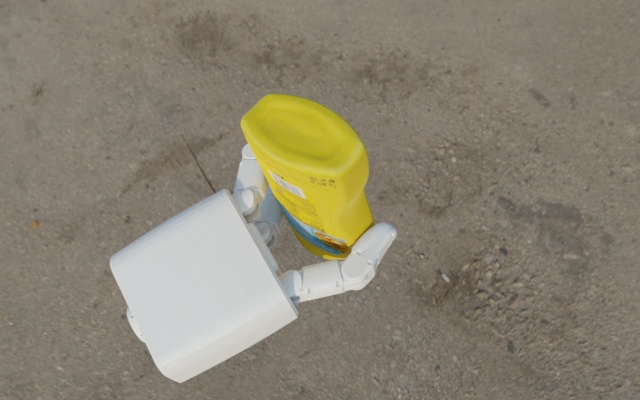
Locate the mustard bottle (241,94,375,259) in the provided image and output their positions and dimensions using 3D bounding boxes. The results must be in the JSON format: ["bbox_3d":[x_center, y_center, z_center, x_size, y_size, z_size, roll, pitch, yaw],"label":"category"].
[{"bbox_3d":[0.000,0.001,0.403,0.096,0.058,0.192,30,-22,25],"label":"mustard bottle"}]
